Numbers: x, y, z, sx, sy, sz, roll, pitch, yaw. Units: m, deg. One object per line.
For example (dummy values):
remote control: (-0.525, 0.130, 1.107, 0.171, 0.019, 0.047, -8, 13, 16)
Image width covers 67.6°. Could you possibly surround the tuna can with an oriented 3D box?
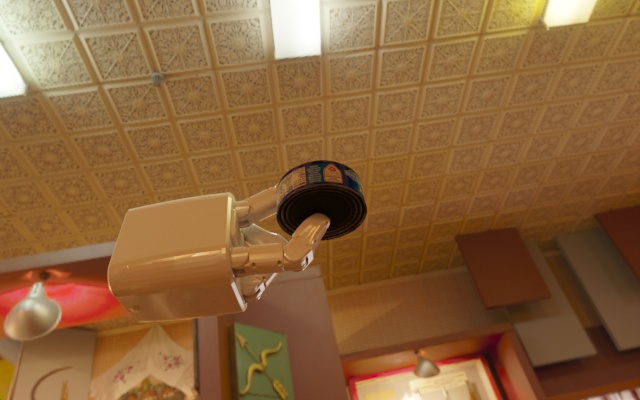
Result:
tuna can: (0.000, 0.001, 0.460, 0.086, 0.033, 0.086, -4, -39, -3)
